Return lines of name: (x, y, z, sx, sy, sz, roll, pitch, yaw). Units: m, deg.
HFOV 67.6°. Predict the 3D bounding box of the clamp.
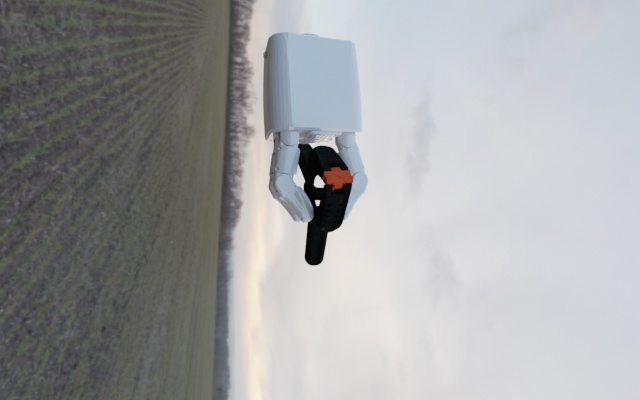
clamp: (0.001, 0.001, 0.553, 0.036, 0.164, 0.210, -6, 0, -11)
